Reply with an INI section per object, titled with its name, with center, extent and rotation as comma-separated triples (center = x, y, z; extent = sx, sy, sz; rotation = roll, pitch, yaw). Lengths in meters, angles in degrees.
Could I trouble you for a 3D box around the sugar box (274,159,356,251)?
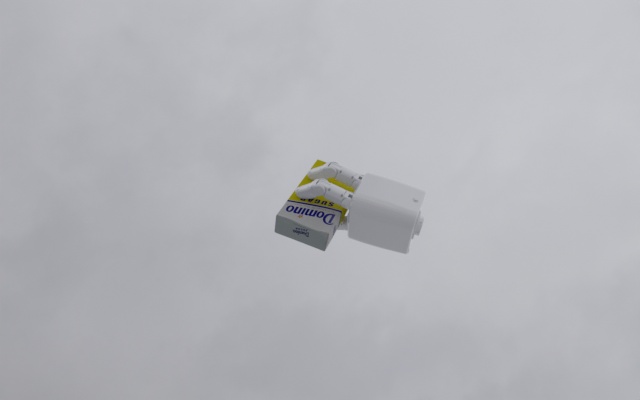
[sugar box]
center = 0.000, 0.002, 0.820
extent = 0.093, 0.048, 0.176
rotation = 20, 39, 11
